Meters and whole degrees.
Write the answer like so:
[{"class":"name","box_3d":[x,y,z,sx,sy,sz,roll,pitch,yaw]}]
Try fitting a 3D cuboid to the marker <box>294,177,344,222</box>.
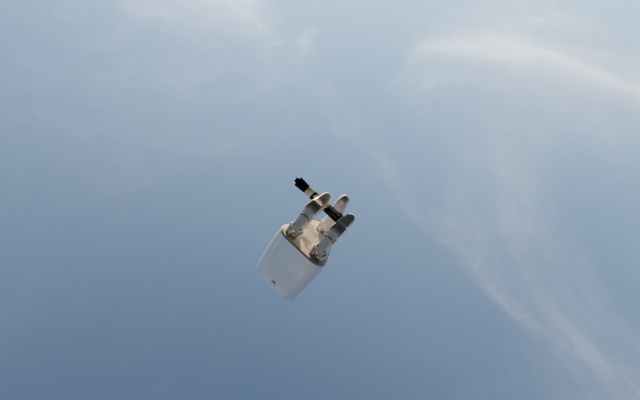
[{"class":"marker","box_3d":[0.000,0.003,0.832,0.121,0.020,0.020,42,9,10]}]
